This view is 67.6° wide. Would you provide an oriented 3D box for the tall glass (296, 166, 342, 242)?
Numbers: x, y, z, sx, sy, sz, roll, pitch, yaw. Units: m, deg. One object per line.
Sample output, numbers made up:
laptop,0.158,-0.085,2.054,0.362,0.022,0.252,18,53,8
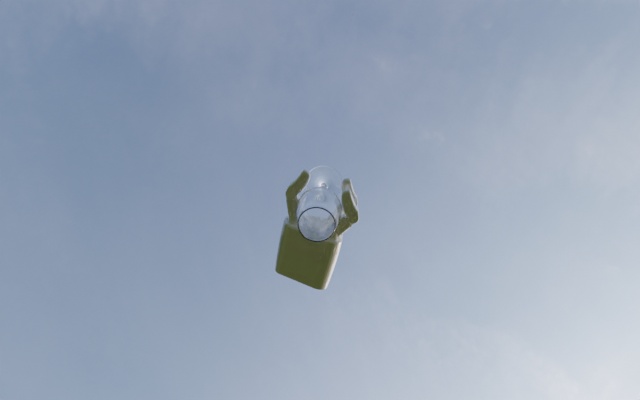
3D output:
tall glass,0.000,0.002,0.853,0.079,0.079,0.201,0,21,4
